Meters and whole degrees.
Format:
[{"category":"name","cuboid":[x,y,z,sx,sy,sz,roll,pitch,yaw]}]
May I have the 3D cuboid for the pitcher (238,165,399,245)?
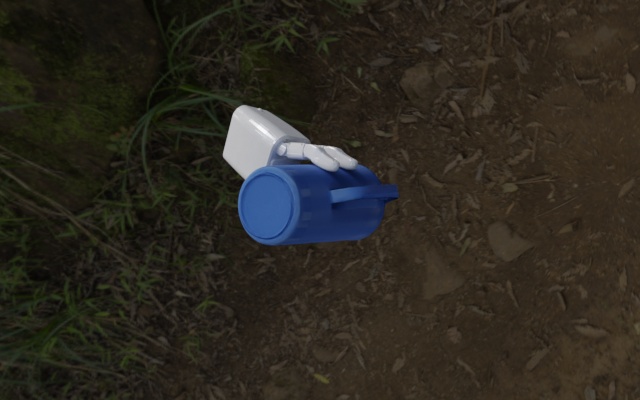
[{"category":"pitcher","cuboid":[0.000,0.002,0.730,0.145,0.149,0.243,41,22,25]}]
